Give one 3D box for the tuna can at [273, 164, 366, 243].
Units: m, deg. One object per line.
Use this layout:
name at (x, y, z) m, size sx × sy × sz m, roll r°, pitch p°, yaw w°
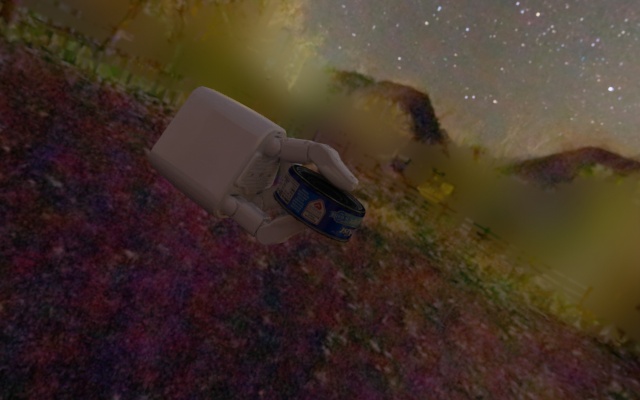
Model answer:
tuna can at (0.000, 0.001, 0.454) m, size 0.086 × 0.034 × 0.086 m, roll 31°, pitch 12°, yaw -7°
